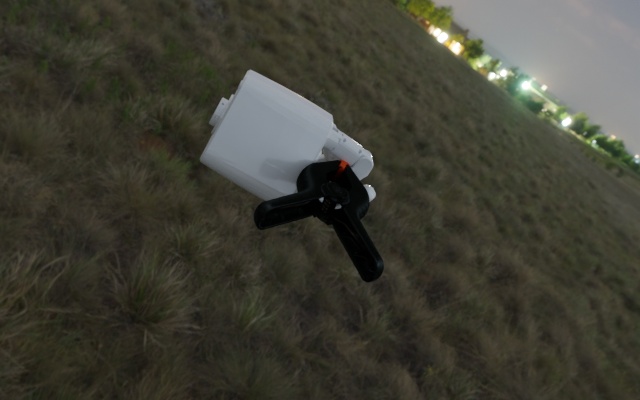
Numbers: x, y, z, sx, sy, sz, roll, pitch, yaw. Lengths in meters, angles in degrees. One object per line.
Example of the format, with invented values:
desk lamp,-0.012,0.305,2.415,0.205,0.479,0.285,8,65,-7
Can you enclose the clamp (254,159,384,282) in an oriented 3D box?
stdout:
clamp,0.000,0.001,0.463,0.120,0.039,0.171,28,26,-15
